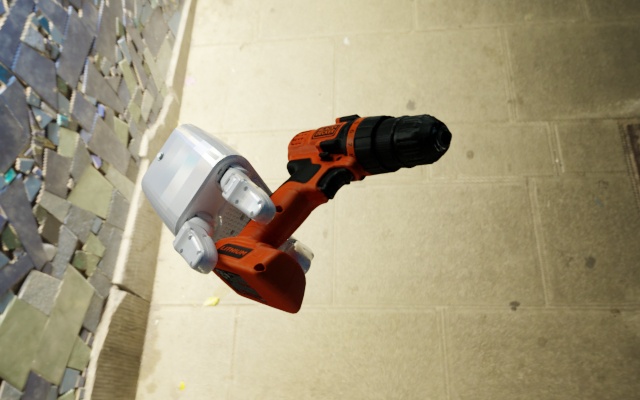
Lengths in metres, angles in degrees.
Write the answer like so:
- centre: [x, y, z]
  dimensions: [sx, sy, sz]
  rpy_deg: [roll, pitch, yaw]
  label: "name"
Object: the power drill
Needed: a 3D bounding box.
- centre: [0.000, 0.002, 0.401]
  dimensions: [0.184, 0.057, 0.187]
  rpy_deg: [-1, 44, 52]
  label: "power drill"
